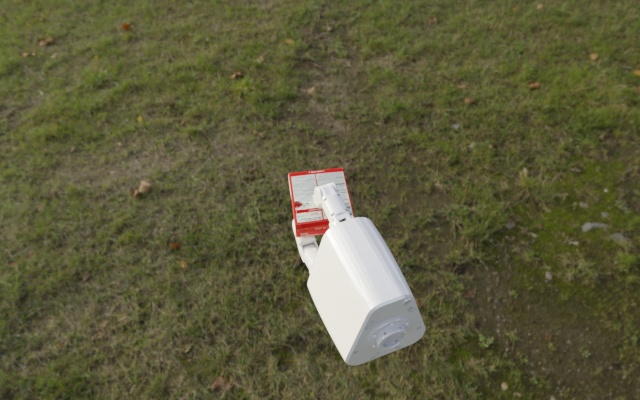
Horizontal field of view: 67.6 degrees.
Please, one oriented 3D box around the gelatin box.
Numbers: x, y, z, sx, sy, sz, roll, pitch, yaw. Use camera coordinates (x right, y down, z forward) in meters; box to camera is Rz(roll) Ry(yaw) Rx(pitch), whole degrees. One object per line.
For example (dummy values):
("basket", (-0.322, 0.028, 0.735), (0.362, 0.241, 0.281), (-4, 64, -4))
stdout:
("gelatin box", (0.000, 0.001, 0.604), (0.073, 0.089, 0.030), (-7, -40, -5))
